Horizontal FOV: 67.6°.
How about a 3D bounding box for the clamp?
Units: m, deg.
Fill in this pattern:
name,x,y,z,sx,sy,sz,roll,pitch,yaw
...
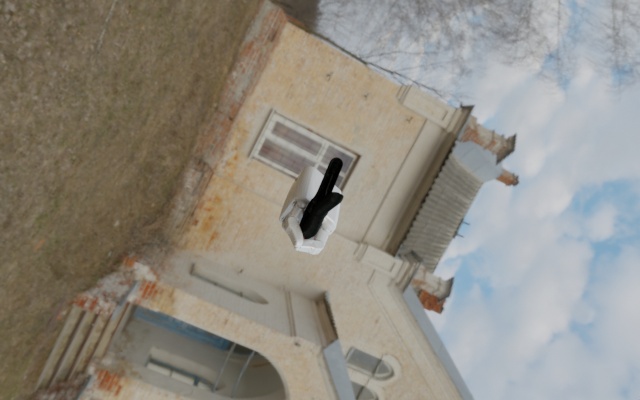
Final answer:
name,x,y,z,sx,sy,sz,roll,pitch,yaw
clamp,0.001,0.003,0.890,0.039,0.120,0.171,27,-47,-12
